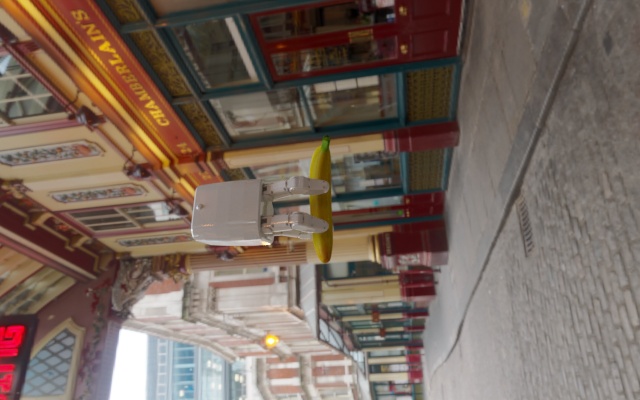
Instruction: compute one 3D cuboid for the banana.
[{"bbox_3d":[0.000,0.000,0.767,0.037,0.198,0.069,-1,-2,1],"label":"banana"}]
